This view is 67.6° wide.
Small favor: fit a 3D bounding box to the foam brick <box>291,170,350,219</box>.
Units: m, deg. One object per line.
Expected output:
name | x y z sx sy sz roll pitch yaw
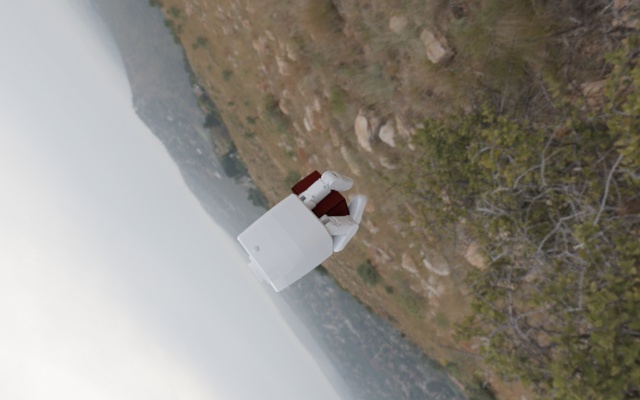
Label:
foam brick | 0.000 0.002 0.738 0.051 0.078 0.053 -37 -34 -11
